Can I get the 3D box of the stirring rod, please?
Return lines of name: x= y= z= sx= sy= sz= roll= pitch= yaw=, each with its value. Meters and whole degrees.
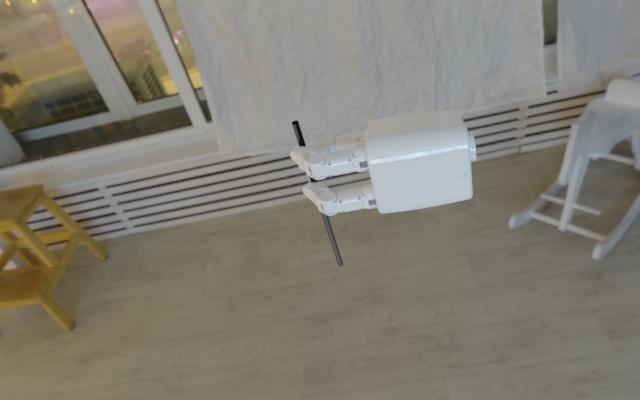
stirring rod: x=0.000 y=0.002 z=0.614 sx=0.011 sy=0.240 sz=0.011 roll=-11 pitch=39 yaw=9
